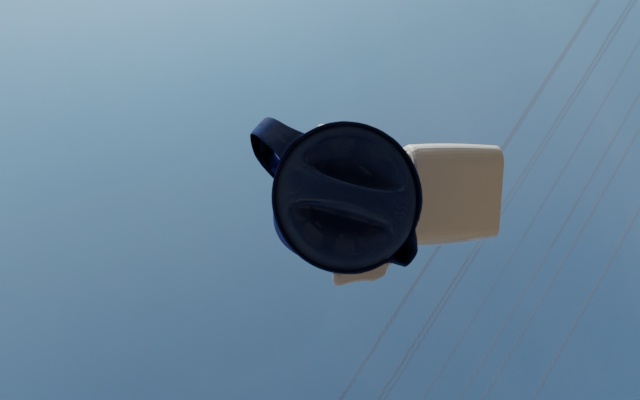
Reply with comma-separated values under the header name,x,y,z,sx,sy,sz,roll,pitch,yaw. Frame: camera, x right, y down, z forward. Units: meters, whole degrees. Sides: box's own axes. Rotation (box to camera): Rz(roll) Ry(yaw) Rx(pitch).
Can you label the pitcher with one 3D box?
name,x,y,z,sx,sy,sz,roll,pitch,yaw
pitcher,0.000,0.002,0.522,0.145,0.149,0.243,-4,-6,-9
